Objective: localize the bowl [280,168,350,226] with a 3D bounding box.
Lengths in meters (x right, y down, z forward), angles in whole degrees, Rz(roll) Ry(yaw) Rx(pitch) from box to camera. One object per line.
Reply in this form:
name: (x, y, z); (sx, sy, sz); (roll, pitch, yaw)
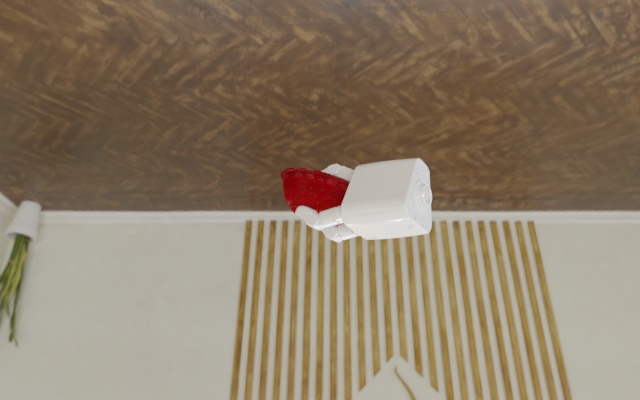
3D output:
bowl: (-0.001, 0.003, 0.818); (0.162, 0.055, 0.162); (17, -15, 5)
